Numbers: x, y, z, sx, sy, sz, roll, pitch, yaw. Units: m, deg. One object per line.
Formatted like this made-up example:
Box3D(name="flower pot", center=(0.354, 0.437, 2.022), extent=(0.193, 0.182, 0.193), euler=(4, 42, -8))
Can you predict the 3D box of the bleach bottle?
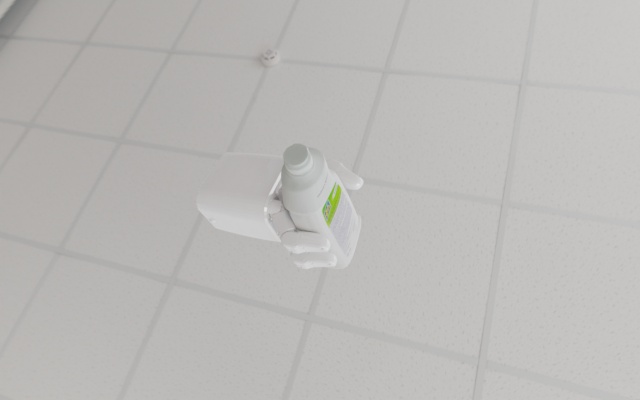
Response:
Box3D(name="bleach bottle", center=(0.000, 0.002, 0.623), extent=(0.068, 0.102, 0.251), euler=(7, -26, 17))
